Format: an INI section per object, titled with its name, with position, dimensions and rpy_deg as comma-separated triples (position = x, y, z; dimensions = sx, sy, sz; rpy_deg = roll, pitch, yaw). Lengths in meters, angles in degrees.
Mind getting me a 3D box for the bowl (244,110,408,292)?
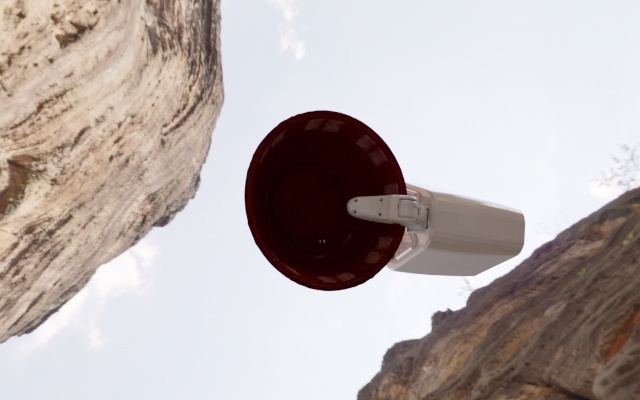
[bowl]
position = -0.001, 0.001, 0.445
dimensions = 0.162, 0.162, 0.055
rpy_deg = 0, -6, -25
